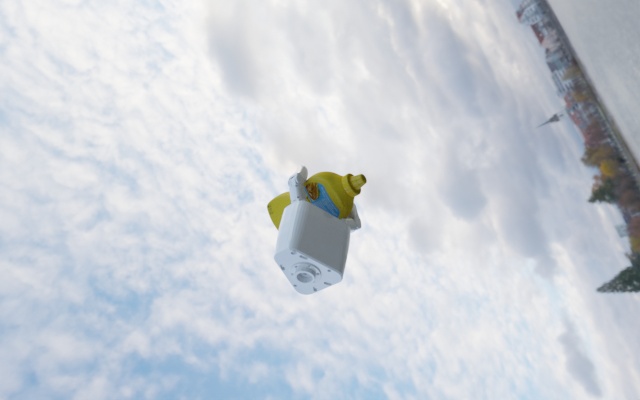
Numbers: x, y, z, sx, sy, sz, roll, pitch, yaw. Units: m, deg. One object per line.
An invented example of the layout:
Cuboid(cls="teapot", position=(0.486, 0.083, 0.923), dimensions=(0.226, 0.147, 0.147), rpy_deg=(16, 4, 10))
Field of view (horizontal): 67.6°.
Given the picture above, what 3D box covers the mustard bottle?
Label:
Cuboid(cls="mustard bottle", position=(0.000, 0.003, 0.846), dimensions=(0.192, 0.096, 0.058), rpy_deg=(-29, 7, 31))
